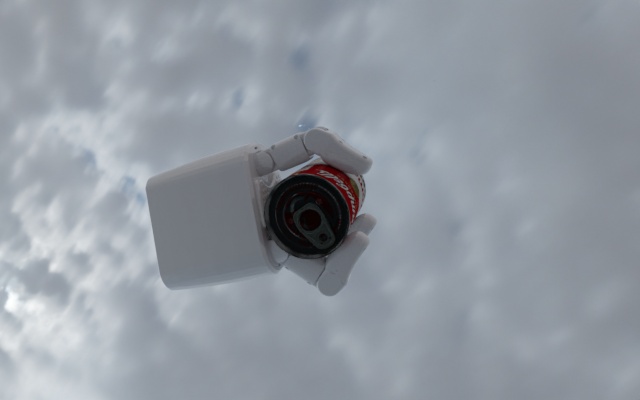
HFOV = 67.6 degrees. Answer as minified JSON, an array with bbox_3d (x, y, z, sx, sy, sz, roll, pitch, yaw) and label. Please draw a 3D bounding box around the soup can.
[{"bbox_3d":[0.001,0.001,0.410,0.068,0.068,0.102,0,14,13],"label":"soup can"}]
